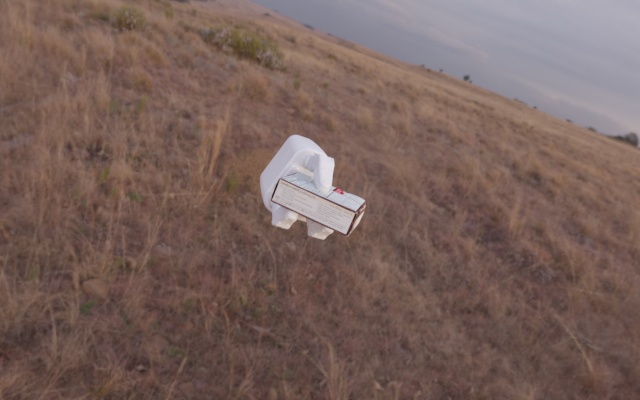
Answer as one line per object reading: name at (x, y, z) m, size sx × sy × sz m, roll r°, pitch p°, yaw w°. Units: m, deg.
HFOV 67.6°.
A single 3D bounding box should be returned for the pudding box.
pudding box at (0.000, 0.002, 0.639) m, size 0.113 × 0.039 × 0.090 m, roll 23°, pitch 14°, yaw 9°
